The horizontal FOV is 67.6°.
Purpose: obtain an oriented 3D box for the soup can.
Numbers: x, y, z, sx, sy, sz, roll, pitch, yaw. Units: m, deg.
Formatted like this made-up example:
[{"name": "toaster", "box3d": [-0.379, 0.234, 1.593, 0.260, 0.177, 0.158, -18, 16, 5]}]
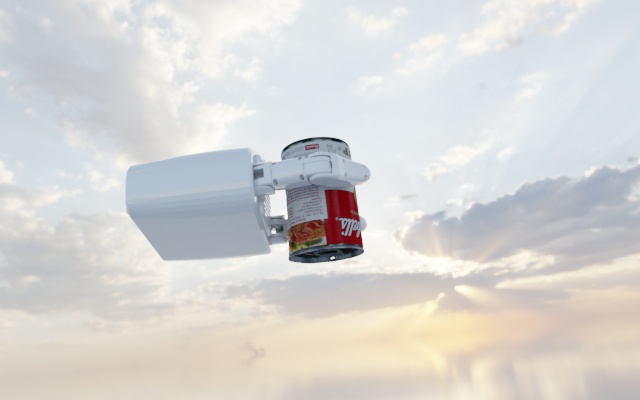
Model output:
[{"name": "soup can", "box3d": [0.001, 0.001, 0.437, 0.068, 0.102, 0.068, -6, -17, -2]}]
